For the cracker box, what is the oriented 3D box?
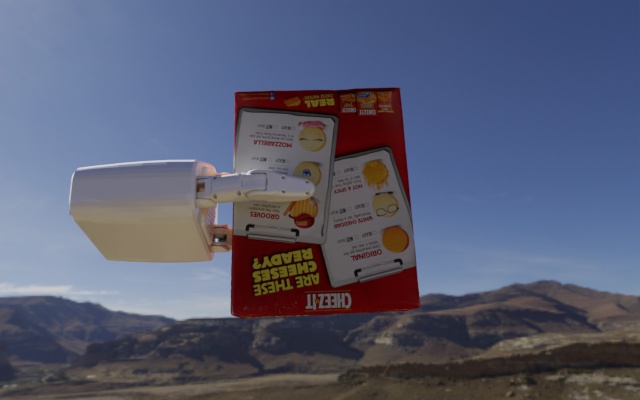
[{"bbox_3d":[0.000,0.001,0.462,0.164,0.213,0.072,-2,-16,-1],"label":"cracker box"}]
